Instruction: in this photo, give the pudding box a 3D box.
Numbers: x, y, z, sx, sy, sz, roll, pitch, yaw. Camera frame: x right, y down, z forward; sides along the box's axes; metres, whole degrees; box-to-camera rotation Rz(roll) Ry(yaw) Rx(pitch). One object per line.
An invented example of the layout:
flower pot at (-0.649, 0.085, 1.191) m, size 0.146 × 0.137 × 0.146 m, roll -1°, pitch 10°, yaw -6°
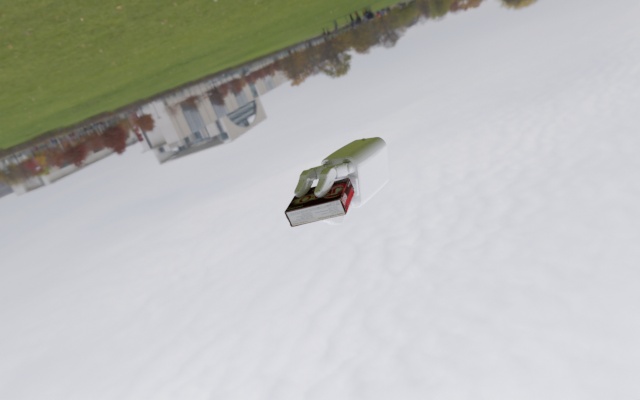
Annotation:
pudding box at (0.000, 0.003, 0.878) m, size 0.113 × 0.039 × 0.090 m, roll -16°, pitch 21°, yaw 21°
